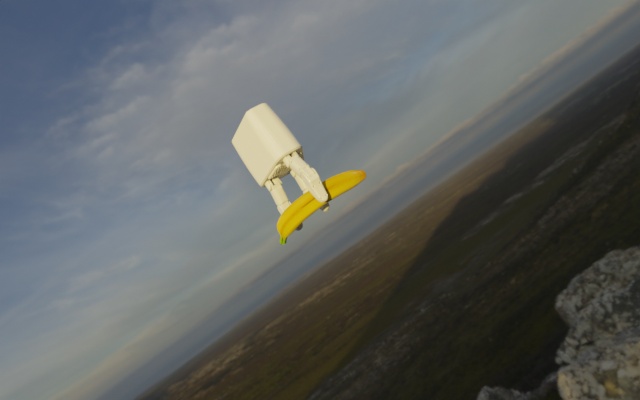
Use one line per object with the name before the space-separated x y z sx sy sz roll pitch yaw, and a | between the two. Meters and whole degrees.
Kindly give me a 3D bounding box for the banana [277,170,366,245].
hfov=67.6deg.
banana | -0.006 0.001 0.829 0.198 0.037 0.070 -38 -17 2
